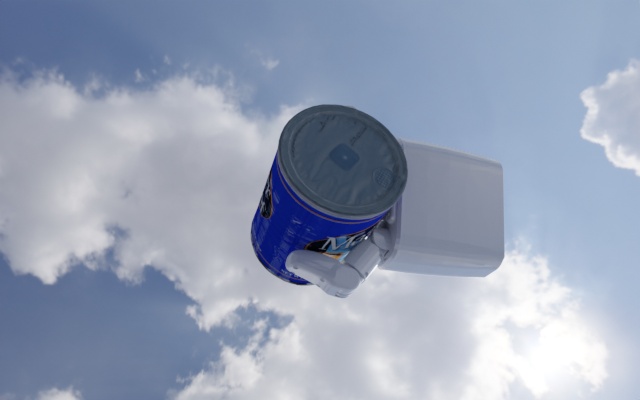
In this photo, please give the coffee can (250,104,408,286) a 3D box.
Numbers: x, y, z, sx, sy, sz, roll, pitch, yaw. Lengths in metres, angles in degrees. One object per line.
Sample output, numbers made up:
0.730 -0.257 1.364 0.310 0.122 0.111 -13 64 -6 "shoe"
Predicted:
0.000 0.001 0.416 0.103 0.102 0.140 0 -30 -18 "coffee can"
